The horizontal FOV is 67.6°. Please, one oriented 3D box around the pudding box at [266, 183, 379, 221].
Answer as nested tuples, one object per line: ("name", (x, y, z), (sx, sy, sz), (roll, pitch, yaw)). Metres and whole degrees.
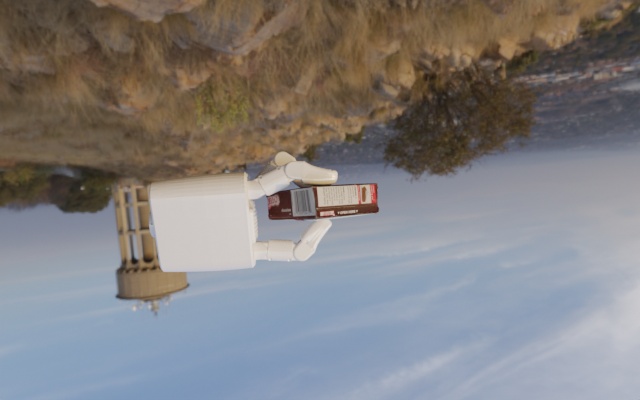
("pudding box", (0.000, 0.002, 0.567), (0.090, 0.039, 0.113), (-5, 2, -33))
